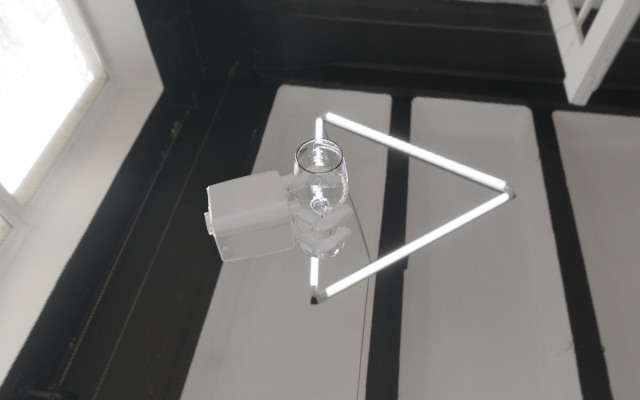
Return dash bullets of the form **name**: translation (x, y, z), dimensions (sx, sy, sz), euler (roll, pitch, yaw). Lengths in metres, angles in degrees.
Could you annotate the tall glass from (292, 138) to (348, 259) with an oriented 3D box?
- **tall glass**: translation (0.000, 0.003, 0.691), dimensions (0.079, 0.079, 0.201), euler (0, -37, 1)
